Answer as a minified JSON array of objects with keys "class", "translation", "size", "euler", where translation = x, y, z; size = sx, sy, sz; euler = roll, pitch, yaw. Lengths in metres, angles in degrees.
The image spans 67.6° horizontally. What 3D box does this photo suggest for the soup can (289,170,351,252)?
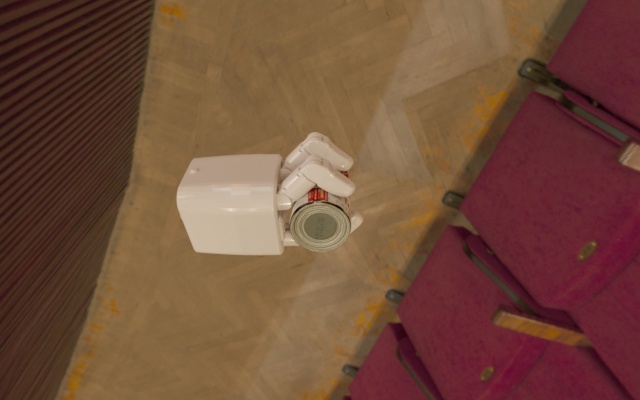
[{"class":"soup can","translation":[0.001,0.002,0.544],"size":[0.068,0.068,0.102],"euler":[0,33,1]}]
